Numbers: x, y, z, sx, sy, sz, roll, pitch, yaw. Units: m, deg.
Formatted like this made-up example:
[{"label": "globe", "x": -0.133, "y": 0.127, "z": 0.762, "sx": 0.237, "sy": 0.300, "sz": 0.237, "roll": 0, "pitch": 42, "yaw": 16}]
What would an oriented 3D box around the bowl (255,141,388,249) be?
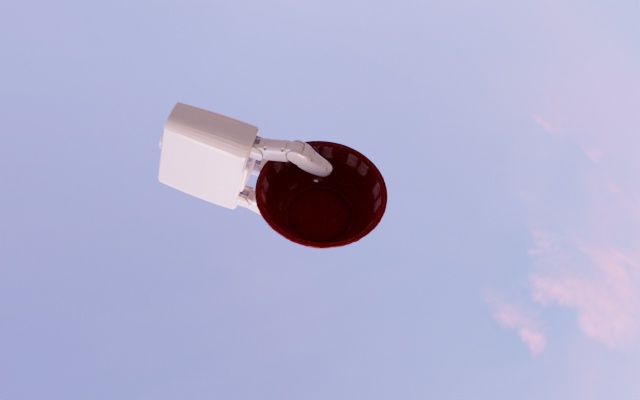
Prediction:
[{"label": "bowl", "x": 0.001, "y": 0.003, "z": 0.599, "sx": 0.162, "sy": 0.162, "sz": 0.055, "roll": 0, "pitch": -36, "yaw": -4}]
